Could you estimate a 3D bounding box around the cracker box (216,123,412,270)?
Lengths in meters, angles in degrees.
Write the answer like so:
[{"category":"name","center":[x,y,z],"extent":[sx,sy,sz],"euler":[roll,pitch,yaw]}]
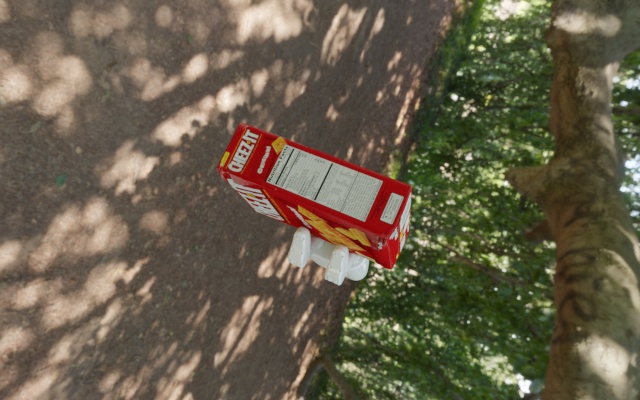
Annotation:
[{"category":"cracker box","center":[0.000,0.002,0.587],"extent":[0.213,0.072,0.164],"euler":[22,-14,16]}]
